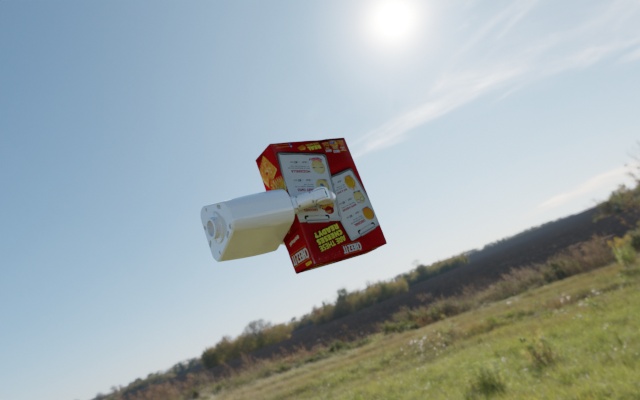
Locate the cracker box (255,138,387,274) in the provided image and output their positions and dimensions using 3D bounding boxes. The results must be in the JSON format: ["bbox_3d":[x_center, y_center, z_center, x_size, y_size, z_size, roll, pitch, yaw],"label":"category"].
[{"bbox_3d":[0.000,0.002,0.828,0.164,0.213,0.072,-10,-17,-37],"label":"cracker box"}]
